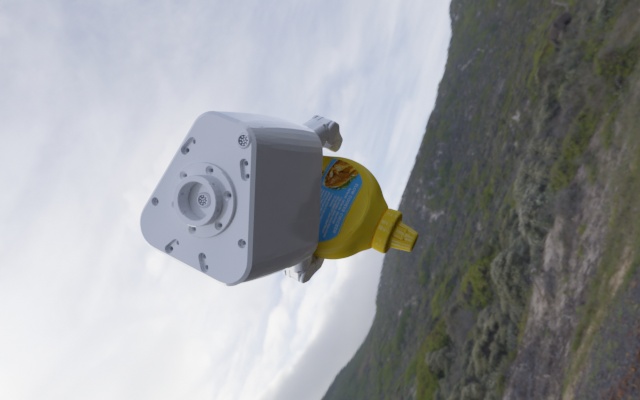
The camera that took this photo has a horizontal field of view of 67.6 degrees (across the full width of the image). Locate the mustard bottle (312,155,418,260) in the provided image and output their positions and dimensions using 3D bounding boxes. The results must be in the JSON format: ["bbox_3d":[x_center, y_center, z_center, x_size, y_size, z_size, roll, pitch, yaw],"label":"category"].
[{"bbox_3d":[0.000,0.001,0.452,0.191,0.096,0.058,23,-12,18],"label":"mustard bottle"}]
